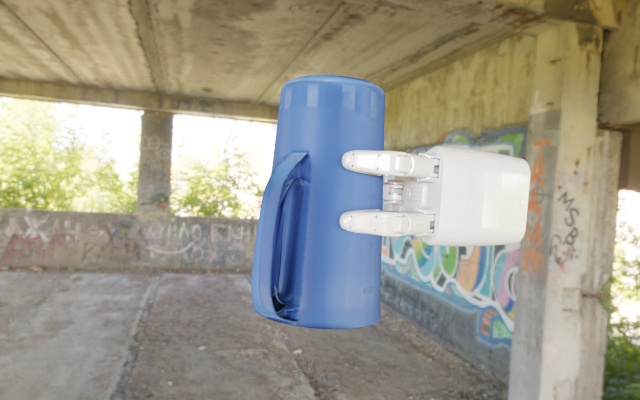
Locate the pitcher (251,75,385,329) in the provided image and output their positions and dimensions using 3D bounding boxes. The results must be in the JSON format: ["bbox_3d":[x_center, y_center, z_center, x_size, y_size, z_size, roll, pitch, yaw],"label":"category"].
[{"bbox_3d":[0.000,0.002,0.487,0.145,0.243,0.149,3,2,-15],"label":"pitcher"}]
